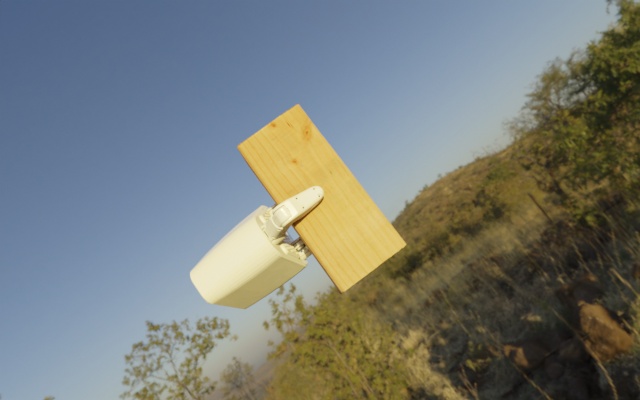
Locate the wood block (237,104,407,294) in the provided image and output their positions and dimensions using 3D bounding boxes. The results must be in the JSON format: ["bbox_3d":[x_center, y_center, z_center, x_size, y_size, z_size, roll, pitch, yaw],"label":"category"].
[{"bbox_3d":[0.000,0.002,0.576,0.090,0.206,0.091,-36,-10,-6],"label":"wood block"}]
